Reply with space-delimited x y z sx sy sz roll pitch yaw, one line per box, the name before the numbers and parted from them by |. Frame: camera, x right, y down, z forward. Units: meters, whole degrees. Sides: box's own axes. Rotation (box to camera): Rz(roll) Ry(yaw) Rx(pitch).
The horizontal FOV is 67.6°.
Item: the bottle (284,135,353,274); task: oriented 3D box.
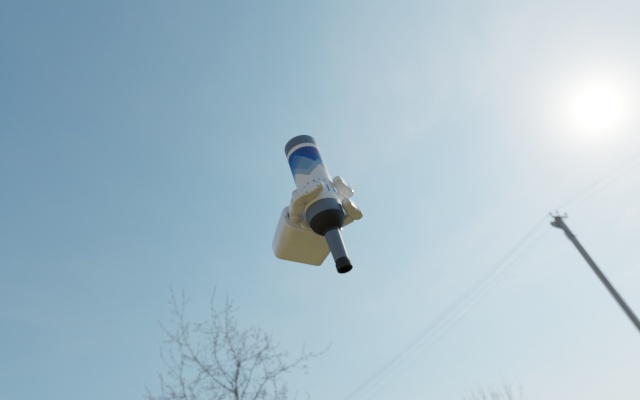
bottle | 0.000 0.003 0.871 0.069 0.295 0.069 -13 -37 -10
